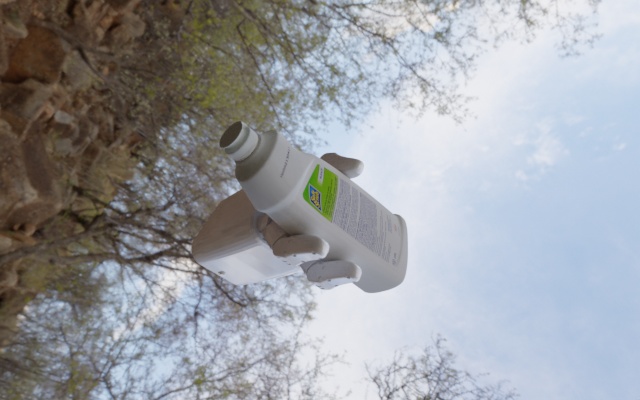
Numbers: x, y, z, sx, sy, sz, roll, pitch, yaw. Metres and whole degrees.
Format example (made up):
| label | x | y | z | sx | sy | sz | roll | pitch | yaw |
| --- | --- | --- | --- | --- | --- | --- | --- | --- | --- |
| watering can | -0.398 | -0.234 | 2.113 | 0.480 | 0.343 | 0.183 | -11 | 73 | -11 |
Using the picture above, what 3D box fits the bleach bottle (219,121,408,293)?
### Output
| label | x | y | z | sx | sy | sz | roll | pitch | yaw |
| --- | --- | --- | --- | --- | --- | --- | --- | --- | --- |
| bleach bottle | 0.000 | 0.002 | 0.490 | 0.068 | 0.102 | 0.251 | -22 | -46 | 32 |
